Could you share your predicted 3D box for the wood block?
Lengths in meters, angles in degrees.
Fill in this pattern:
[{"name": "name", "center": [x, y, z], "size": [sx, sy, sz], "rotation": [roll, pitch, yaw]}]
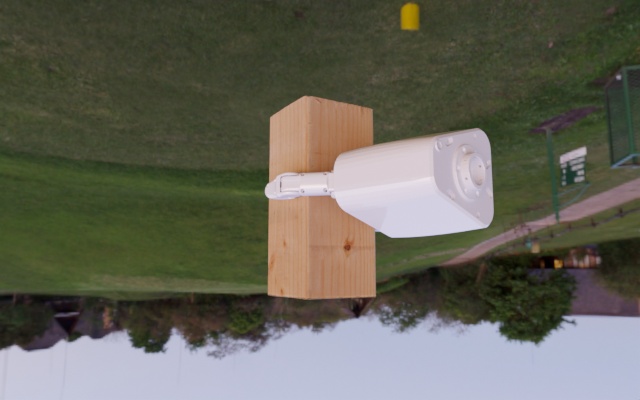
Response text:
[{"name": "wood block", "center": [0.000, 0.002, 0.532], "size": [0.091, 0.206, 0.090], "rotation": [5, -9, -31]}]
